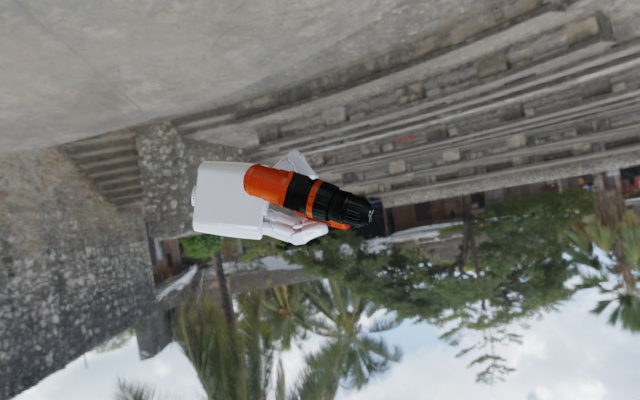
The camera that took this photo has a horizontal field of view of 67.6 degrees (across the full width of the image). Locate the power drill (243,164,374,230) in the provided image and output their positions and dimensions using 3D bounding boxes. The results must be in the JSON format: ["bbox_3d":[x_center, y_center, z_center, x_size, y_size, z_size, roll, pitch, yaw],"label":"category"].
[{"bbox_3d":[0.000,0.002,0.699,0.184,0.057,0.188,19,-4,16],"label":"power drill"}]
